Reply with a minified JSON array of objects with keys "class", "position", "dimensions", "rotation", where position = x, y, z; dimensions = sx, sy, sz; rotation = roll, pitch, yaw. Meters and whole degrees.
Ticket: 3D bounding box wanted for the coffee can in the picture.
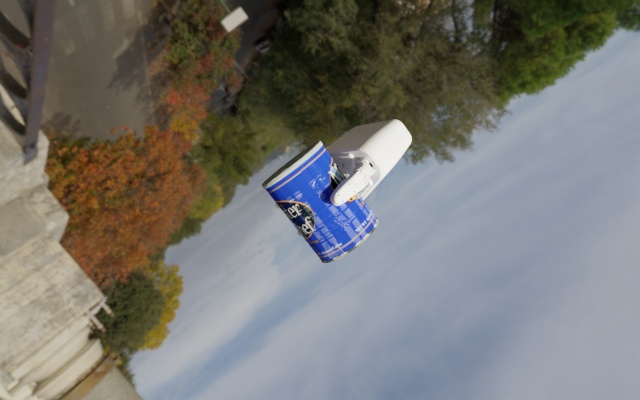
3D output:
[{"class":"coffee can","position":[0.000,0.002,0.674],"dimensions":[0.103,0.140,0.102],"rotation":[-36,10,7]}]
